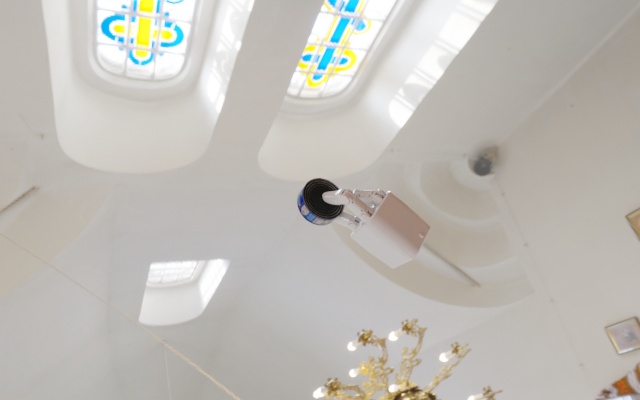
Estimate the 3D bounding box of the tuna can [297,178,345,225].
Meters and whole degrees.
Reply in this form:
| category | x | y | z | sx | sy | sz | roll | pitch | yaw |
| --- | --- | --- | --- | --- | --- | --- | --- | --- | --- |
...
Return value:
| category | x | y | z | sx | sy | sz | roll | pitch | yaw |
| --- | --- | --- | --- | --- | --- | --- | --- | --- | --- |
| tuna can | 0.000 | 0.003 | 0.896 | 0.086 | 0.086 | 0.034 | 0 | -27 | -28 |
